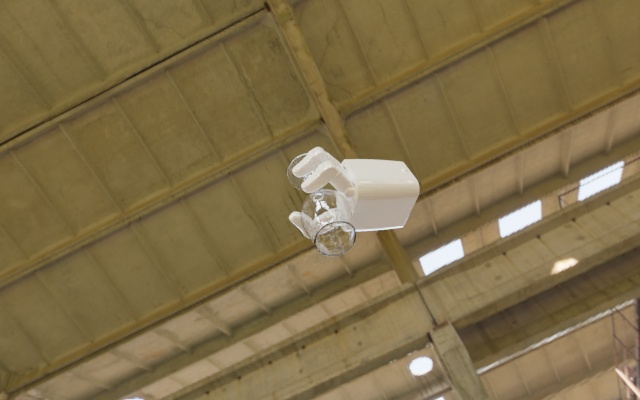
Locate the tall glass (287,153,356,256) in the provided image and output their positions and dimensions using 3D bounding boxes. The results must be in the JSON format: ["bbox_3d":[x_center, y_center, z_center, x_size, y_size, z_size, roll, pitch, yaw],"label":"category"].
[{"bbox_3d":[0.000,0.002,0.757,0.079,0.079,0.201,0,32,-14],"label":"tall glass"}]
